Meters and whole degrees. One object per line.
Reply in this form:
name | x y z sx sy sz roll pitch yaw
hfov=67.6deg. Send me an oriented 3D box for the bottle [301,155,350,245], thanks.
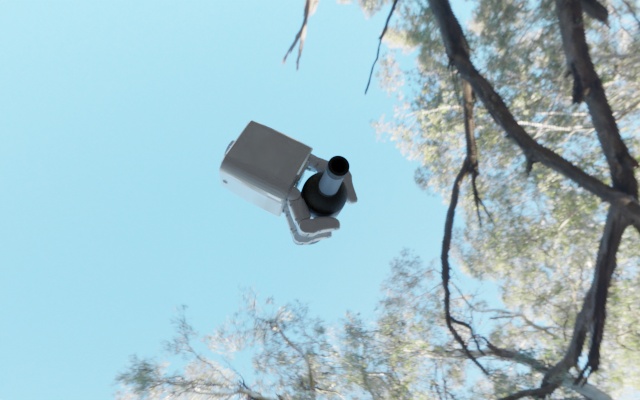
bottle | 0.000 0.002 0.721 0.069 0.069 0.296 0 -18 -9
